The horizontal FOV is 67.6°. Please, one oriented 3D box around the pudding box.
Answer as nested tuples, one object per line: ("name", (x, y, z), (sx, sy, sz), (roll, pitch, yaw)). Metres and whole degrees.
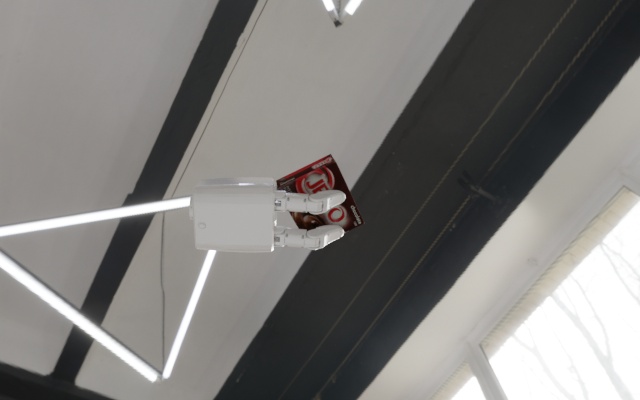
("pudding box", (0.000, 0.002, 0.687), (0.090, 0.113, 0.039), (-26, 27, 3))
